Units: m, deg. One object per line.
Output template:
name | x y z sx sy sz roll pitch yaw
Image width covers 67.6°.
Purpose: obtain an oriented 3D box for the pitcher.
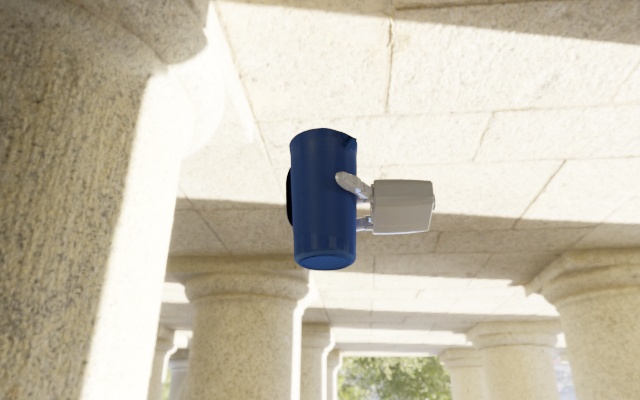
pitcher | 0.000 0.003 0.881 0.145 0.242 0.149 -1 -25 1
